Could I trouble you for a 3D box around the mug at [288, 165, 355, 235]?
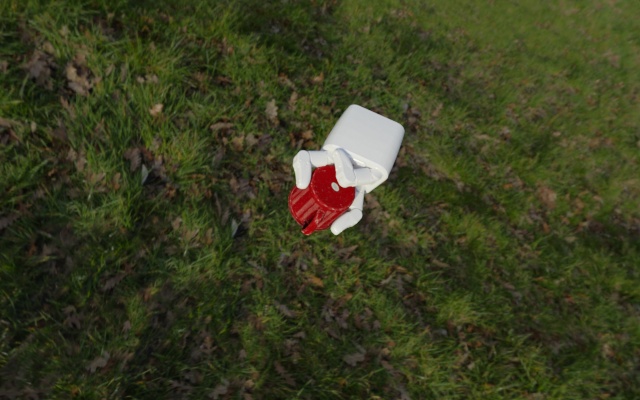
[{"bbox_3d":[0.000,0.004,0.772,0.093,0.117,0.081,32,-32,-10],"label":"mug"}]
